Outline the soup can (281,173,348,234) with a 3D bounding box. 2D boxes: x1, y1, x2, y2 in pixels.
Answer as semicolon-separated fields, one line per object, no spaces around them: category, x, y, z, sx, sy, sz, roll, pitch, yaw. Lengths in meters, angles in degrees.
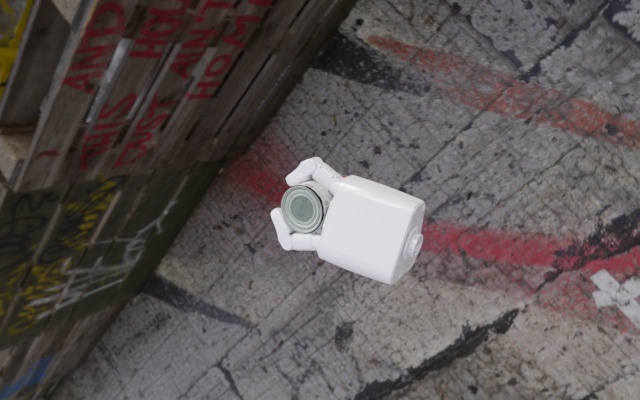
soup can;0.000;0.002;0.669;0.068;0.068;0.102;0;12;31
